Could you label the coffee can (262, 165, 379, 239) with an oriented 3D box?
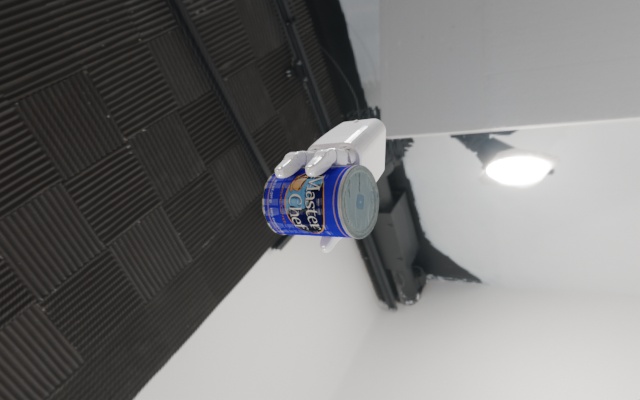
[{"bbox_3d":[0.000,0.002,0.700,0.140,0.103,0.103,0,0,35],"label":"coffee can"}]
